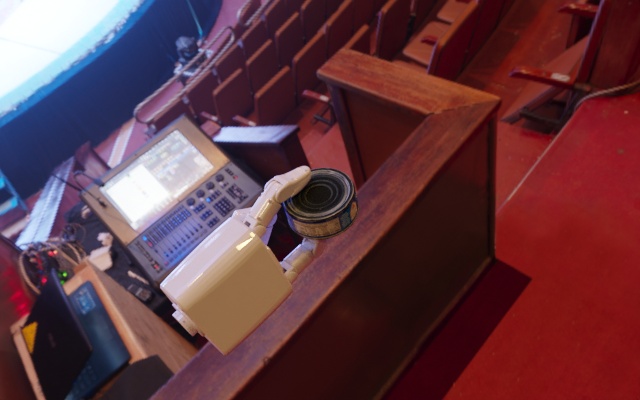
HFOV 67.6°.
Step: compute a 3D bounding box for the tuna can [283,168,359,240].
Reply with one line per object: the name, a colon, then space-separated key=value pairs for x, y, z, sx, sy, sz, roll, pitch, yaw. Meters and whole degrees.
tuna can: x=0.000 y=0.001 z=0.551 sx=0.086 sy=0.086 sz=0.034 roll=0 pitch=-43 yaw=15
